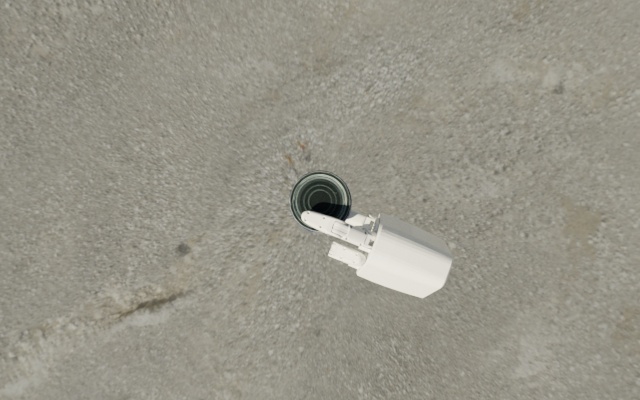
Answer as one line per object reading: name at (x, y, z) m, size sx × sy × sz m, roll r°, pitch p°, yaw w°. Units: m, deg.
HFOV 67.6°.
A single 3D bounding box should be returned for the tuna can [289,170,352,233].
tuna can at (0.000, 0.002, 0.655) m, size 0.086 × 0.086 × 0.034 m, roll 0°, pitch -3°, yaw 4°
